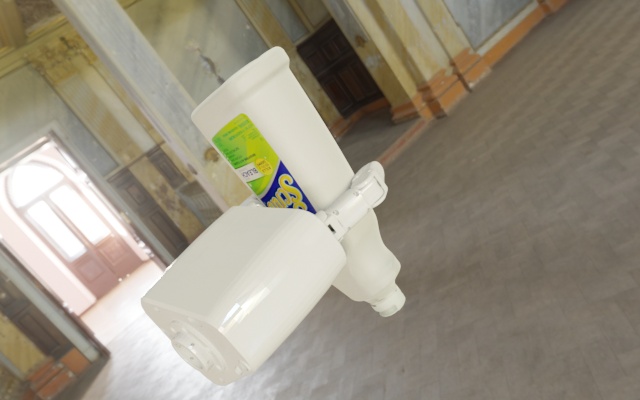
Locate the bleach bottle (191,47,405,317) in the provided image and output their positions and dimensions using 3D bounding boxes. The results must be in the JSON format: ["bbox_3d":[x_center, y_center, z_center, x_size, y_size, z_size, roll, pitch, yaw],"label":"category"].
[{"bbox_3d":[0.000,0.001,0.417,0.102,0.251,0.068,-19,23,52],"label":"bleach bottle"}]
